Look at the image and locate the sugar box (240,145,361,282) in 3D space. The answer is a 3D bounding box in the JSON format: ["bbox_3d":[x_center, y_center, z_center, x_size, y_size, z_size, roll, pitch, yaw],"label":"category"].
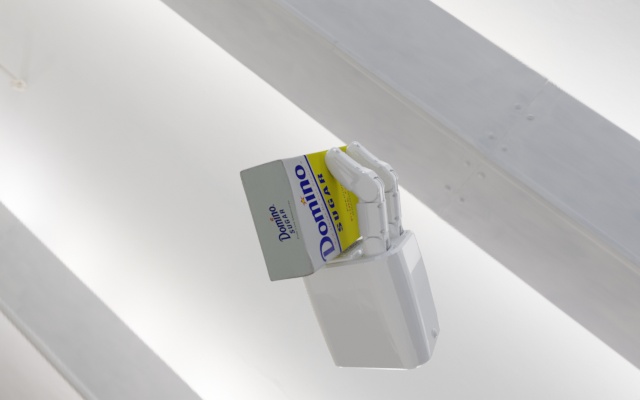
[{"bbox_3d":[0.001,0.001,0.439,0.048,0.093,0.176,-14,5,23],"label":"sugar box"}]
